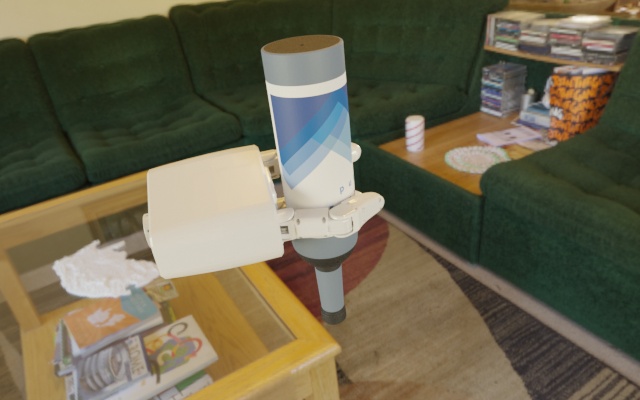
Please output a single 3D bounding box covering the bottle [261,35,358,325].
[{"bbox_3d":[0.000,0.001,0.456,0.069,0.296,0.069,-5,30,3],"label":"bottle"}]
